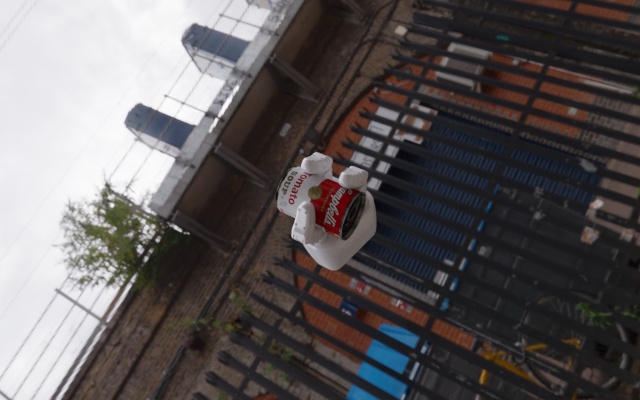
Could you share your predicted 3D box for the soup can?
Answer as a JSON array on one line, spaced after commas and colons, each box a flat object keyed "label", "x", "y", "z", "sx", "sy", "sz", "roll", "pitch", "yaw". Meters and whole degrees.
[{"label": "soup can", "x": 0.000, "y": 0.002, "z": 0.633, "sx": 0.102, "sy": 0.068, "sz": 0.068, "roll": 23, "pitch": 9, "yaw": 21}]
